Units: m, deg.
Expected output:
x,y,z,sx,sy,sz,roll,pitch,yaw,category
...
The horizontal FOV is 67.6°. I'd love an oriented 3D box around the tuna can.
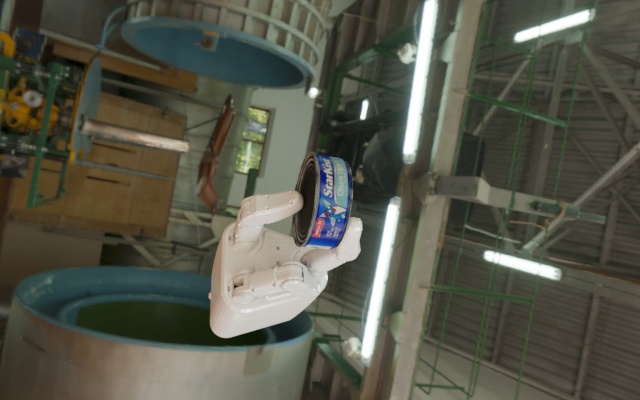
x,y,z,sx,sy,sz,roll,pitch,yaw,category
0.001,0.001,0.435,0.034,0.086,0.086,7,-2,-15,tuna can
